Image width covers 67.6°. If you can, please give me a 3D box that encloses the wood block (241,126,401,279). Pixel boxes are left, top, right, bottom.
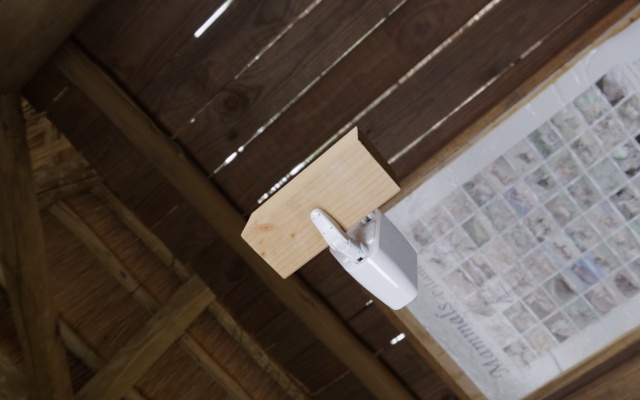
[{"bbox_3d":[0.000,0.003,0.669,0.206,0.090,0.090,-39,14,15],"label":"wood block"}]
